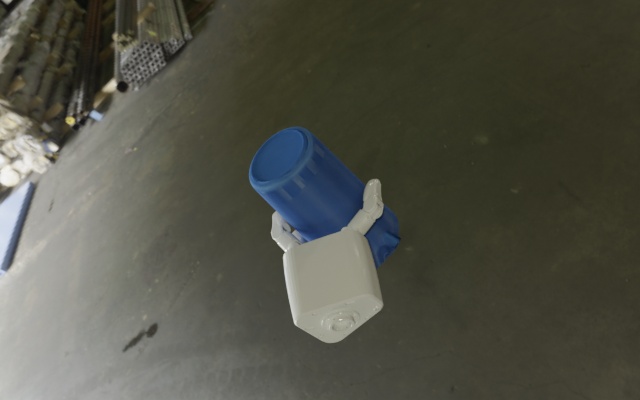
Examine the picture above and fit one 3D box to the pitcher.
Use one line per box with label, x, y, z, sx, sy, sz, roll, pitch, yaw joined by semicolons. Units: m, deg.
pitcher;0.000;0.002;0.719;0.149;0.145;0.243;-30;-47;18
